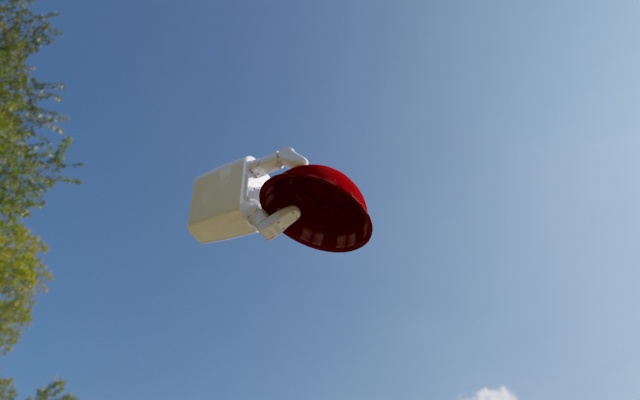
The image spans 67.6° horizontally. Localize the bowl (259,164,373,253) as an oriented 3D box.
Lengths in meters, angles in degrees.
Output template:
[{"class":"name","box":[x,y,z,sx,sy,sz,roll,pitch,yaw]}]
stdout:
[{"class":"bowl","box":[0.001,0.002,0.655,0.162,0.055,0.162,16,-37,12]}]
